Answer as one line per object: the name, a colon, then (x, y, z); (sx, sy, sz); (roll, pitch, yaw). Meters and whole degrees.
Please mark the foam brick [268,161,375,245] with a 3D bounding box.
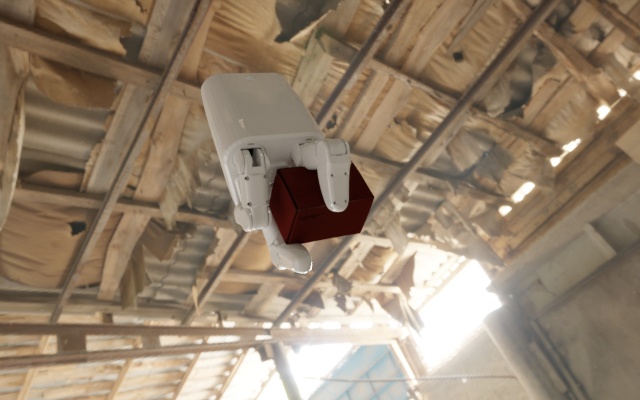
foam brick: (0.000, 0.002, 0.439); (0.078, 0.051, 0.053); (-8, -40, -25)
